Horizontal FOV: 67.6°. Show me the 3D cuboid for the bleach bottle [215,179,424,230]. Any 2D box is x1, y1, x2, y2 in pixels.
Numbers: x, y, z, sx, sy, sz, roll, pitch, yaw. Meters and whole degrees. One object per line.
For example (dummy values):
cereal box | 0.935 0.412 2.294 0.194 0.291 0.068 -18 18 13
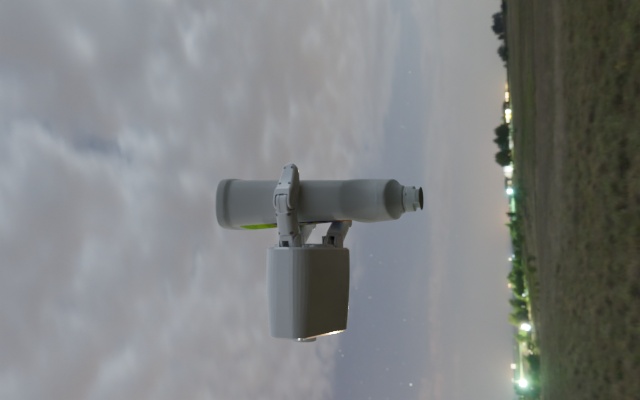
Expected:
bleach bottle | 0.000 0.002 0.603 0.251 0.068 0.102 -3 -5 22
